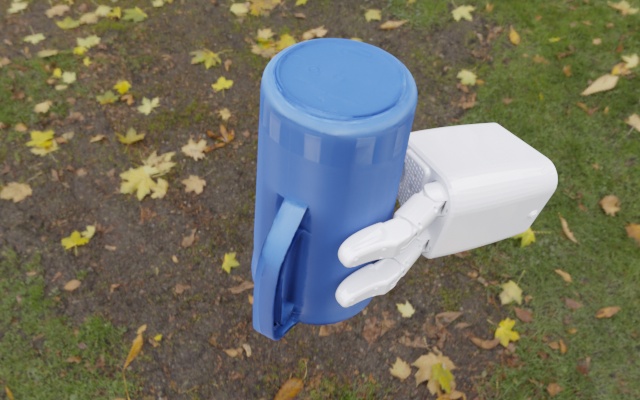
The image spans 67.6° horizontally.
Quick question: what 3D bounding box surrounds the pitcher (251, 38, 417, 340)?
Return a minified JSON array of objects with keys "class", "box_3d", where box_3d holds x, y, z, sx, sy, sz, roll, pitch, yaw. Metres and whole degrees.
[{"class":"pitcher","box_3d":[0.000,0.001,0.404,0.145,0.149,0.243,-10,-39,-14]}]
